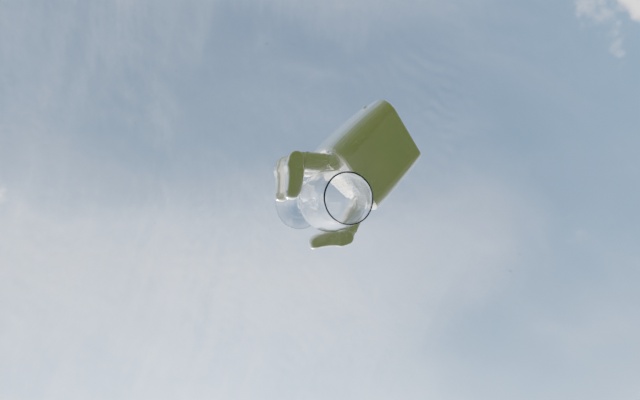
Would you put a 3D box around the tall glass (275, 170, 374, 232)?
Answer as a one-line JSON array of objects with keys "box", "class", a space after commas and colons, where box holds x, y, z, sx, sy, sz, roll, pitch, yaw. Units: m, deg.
[{"box": [0.000, 0.002, 0.634, 0.079, 0.079, 0.201, 0, -2, -19], "class": "tall glass"}]
